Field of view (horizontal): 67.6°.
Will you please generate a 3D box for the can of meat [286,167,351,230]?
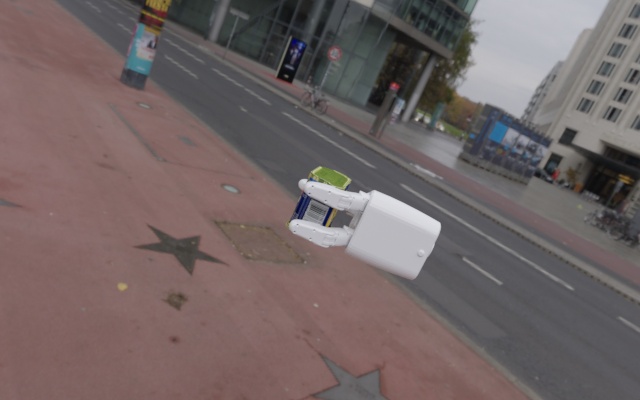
[{"bbox_3d":[0.000,0.002,0.678,0.057,0.084,0.102,26,15,5],"label":"can of meat"}]
